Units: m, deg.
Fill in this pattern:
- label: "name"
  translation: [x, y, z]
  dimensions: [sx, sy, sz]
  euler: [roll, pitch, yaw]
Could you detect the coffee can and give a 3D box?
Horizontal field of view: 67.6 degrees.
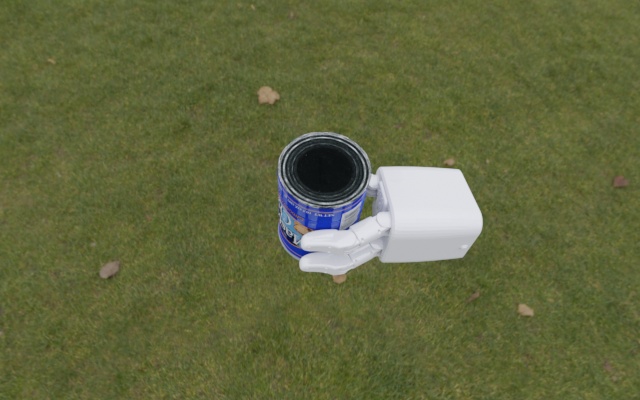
- label: "coffee can"
  translation: [0.000, 0.002, 0.574]
  dimensions: [0.103, 0.102, 0.140]
  euler: [0, -32, -5]
